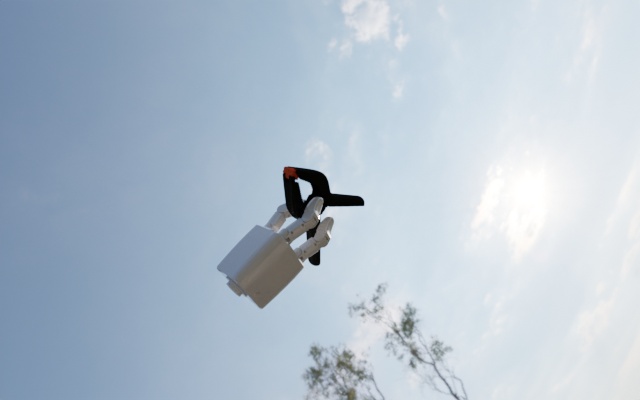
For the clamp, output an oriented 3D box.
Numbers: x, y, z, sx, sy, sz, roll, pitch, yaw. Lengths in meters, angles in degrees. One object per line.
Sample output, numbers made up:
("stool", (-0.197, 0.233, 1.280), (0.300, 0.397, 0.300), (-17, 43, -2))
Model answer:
("clamp", (-0.001, 0.002, 0.872), (0.036, 0.164, 0.210), (23, -27, 43))
